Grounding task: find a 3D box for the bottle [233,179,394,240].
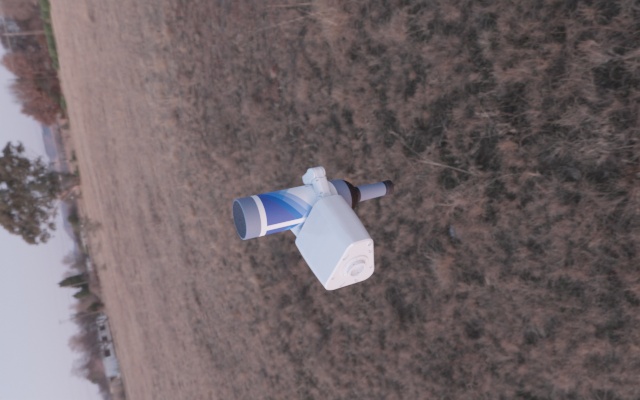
[{"bbox_3d":[0.000,0.003,0.824,0.295,0.069,0.069,-12,5,-26],"label":"bottle"}]
